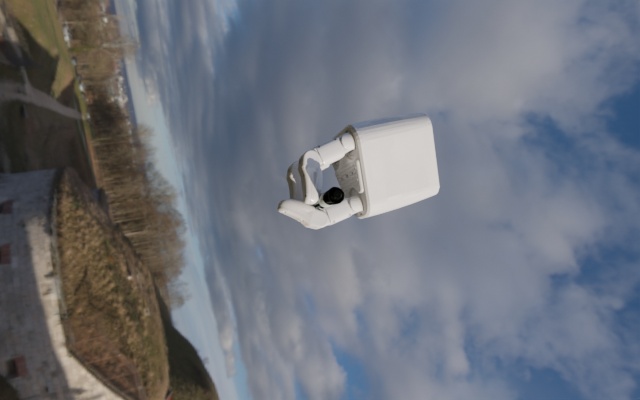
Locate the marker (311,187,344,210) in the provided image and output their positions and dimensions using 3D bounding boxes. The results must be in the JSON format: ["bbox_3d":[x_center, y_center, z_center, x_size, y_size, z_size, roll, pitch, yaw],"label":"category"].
[{"bbox_3d":[0.000,0.002,0.556,0.020,0.020,0.121,0,-8,-18],"label":"marker"}]
